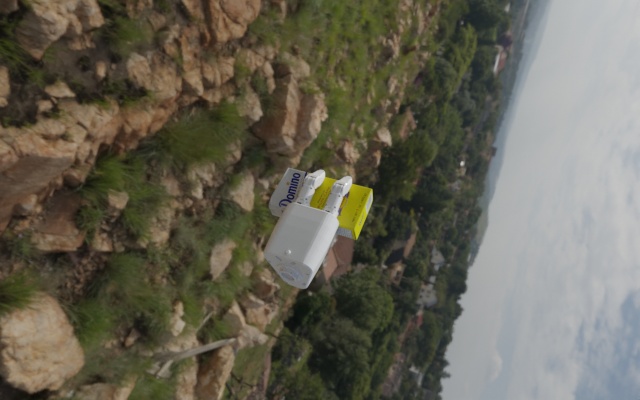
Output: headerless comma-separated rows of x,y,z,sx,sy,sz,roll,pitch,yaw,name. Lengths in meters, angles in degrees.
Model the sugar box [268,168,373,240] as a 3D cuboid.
0.000,0.003,0.887,0.176,0.093,0.048,16,-29,18,sugar box
